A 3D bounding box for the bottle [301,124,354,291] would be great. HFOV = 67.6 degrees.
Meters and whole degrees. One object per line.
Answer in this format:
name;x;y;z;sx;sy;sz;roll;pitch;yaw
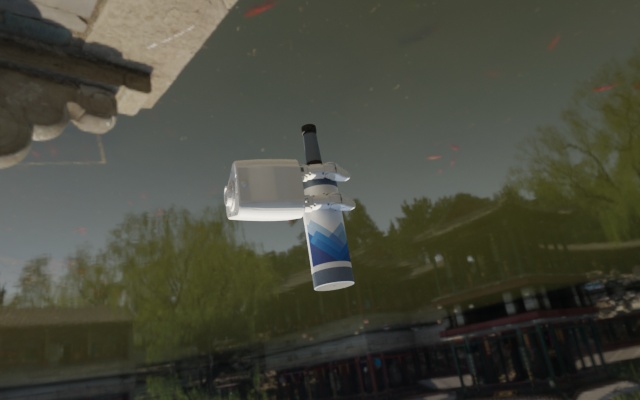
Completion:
bottle;0.000;0.003;0.823;0.069;0.295;0.069;-8;-20;-3
